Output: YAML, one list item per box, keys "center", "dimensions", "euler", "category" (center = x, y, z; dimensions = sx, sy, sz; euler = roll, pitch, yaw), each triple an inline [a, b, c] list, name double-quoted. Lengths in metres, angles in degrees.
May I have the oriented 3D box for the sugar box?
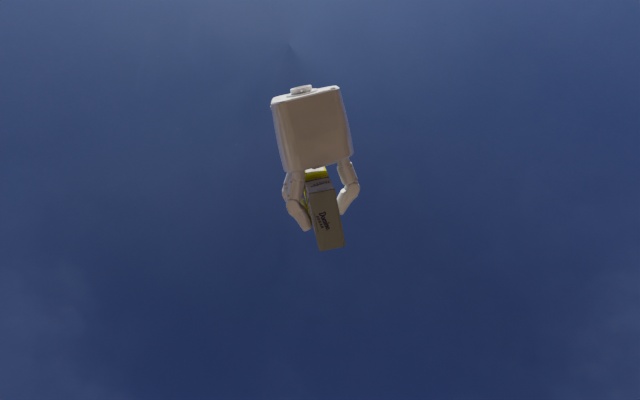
- center: [0.000, 0.002, 0.758]
  dimensions: [0.048, 0.093, 0.176]
  euler: [-11, 18, 0]
  category: "sugar box"
